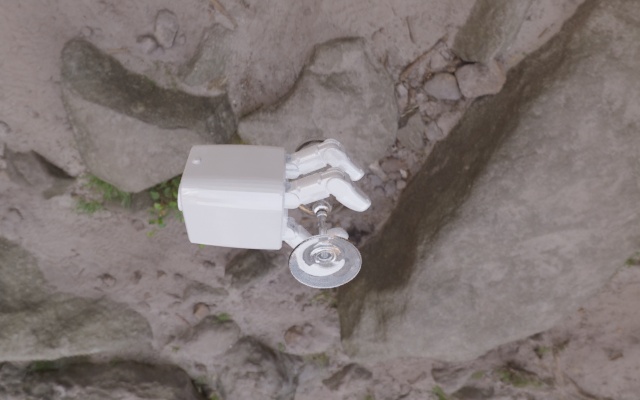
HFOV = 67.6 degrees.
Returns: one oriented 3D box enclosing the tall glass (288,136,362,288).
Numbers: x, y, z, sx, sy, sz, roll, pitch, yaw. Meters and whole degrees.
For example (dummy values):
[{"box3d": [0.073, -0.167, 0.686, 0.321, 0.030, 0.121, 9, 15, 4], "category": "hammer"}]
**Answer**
[{"box3d": [0.000, 0.002, 0.556, 0.079, 0.079, 0.200, 0, 38, -3], "category": "tall glass"}]
